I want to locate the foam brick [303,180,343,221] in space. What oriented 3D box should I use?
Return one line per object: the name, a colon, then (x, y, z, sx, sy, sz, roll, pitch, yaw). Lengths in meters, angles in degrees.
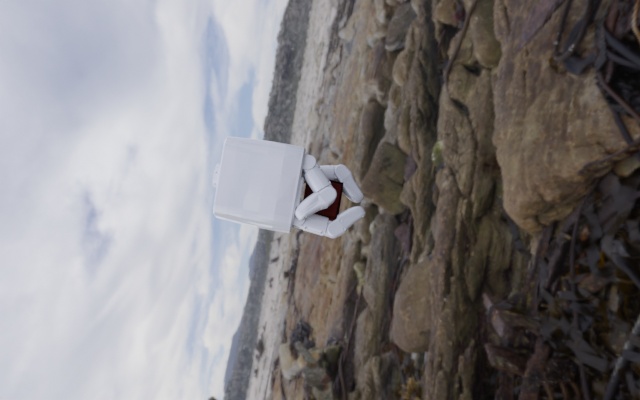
foam brick: (0.000, 0.002, 0.681, 0.051, 0.053, 0.078, 10, -13, -2)
